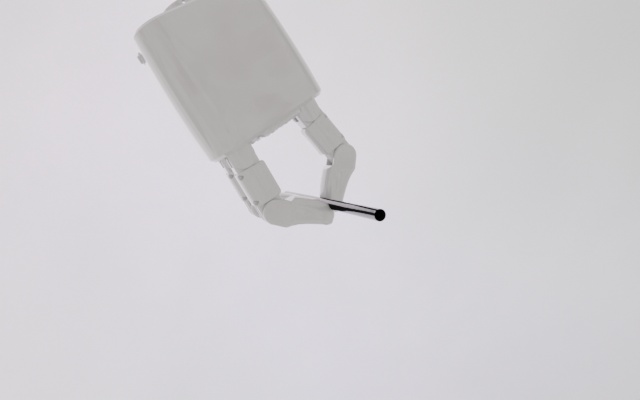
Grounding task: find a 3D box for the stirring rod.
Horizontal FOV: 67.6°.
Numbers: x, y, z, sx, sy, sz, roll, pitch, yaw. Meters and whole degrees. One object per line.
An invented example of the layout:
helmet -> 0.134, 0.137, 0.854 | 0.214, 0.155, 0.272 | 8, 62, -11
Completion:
stirring rod -> 0.000, 0.001, 0.413 | 0.011, 0.011, 0.239 | 0, 4, -18
